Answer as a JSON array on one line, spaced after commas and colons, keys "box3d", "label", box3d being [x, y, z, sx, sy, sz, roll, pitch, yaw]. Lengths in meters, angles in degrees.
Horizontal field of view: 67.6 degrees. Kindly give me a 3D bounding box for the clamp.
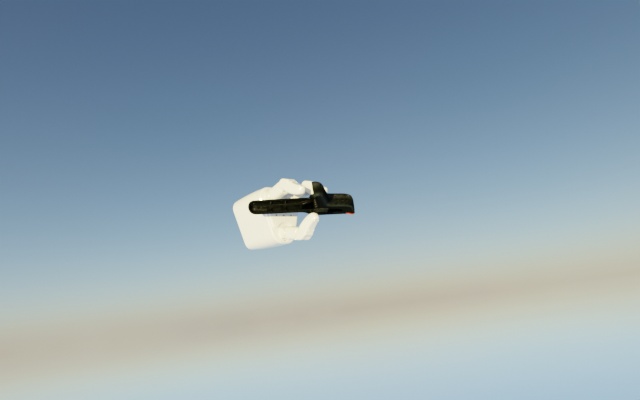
[{"box3d": [0.000, 0.004, 0.856, 0.210, 0.036, 0.164, 5, -15, -42], "label": "clamp"}]
